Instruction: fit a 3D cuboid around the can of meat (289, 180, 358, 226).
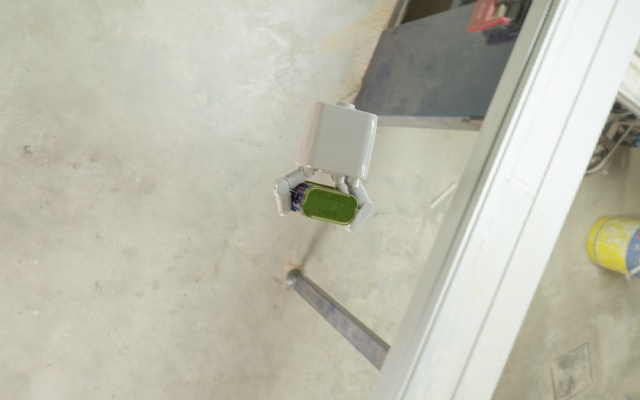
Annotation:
[{"bbox_3d":[0.000,0.003,0.784,0.102,0.057,0.084,13,3,-25],"label":"can of meat"}]
